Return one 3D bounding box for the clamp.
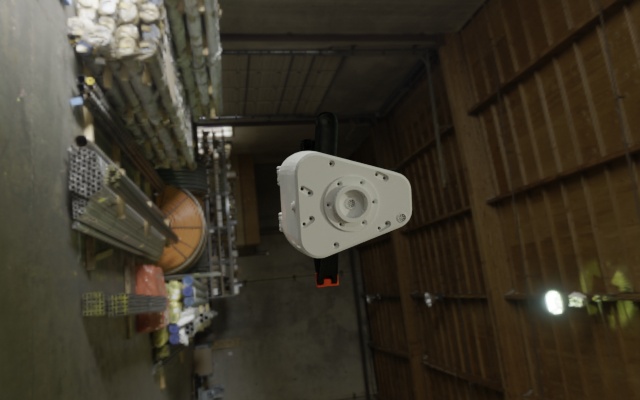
[{"bbox_3d":[0.001,0.003,0.612,0.036,0.210,0.164,-4,4,-9],"label":"clamp"}]
